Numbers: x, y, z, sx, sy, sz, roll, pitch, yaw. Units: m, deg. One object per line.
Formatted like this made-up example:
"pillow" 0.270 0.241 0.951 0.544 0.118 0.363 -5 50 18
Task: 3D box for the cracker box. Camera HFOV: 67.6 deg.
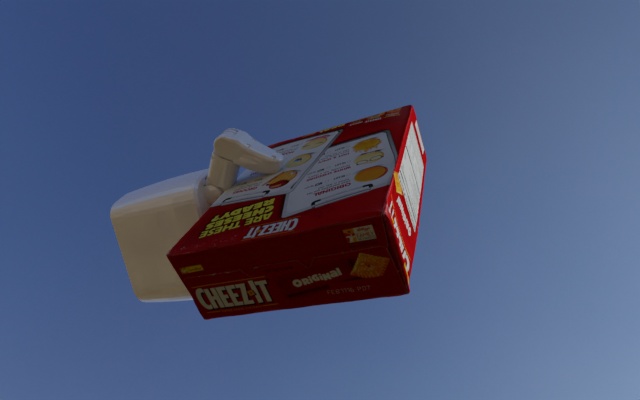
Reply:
"cracker box" 0.000 0.001 0.408 0.164 0.072 0.213 -13 24 22
